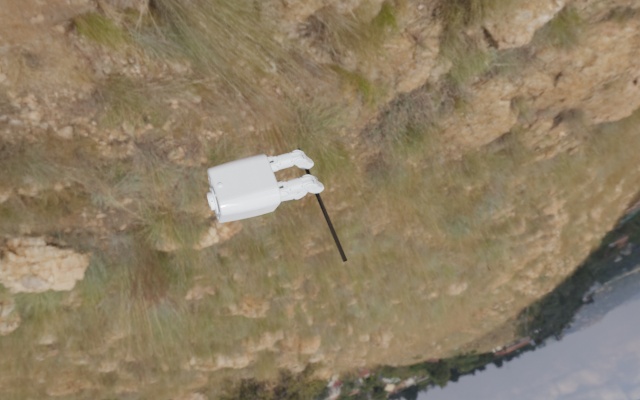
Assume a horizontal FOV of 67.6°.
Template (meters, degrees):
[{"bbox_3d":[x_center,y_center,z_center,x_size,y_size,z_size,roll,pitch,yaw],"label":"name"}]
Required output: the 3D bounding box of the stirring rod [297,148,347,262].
[{"bbox_3d":[0.000,0.003,0.874,0.011,0.239,0.011,-19,-24,-9],"label":"stirring rod"}]
